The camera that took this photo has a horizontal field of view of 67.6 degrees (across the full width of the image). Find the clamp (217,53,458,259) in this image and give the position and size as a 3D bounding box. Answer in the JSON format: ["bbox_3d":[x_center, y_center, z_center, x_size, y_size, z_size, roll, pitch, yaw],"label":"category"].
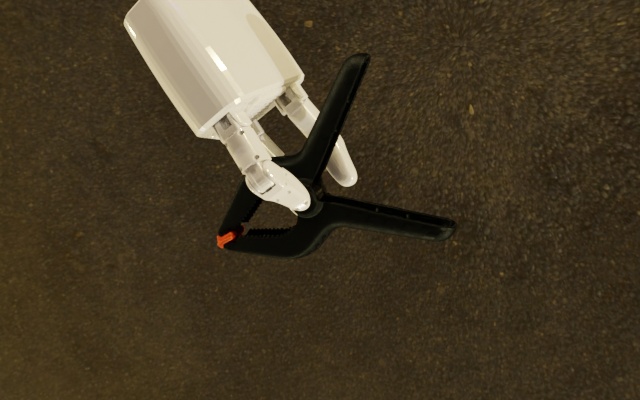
[{"bbox_3d":[-0.001,0.002,0.415,0.210,0.164,0.036,-34,0,23],"label":"clamp"}]
